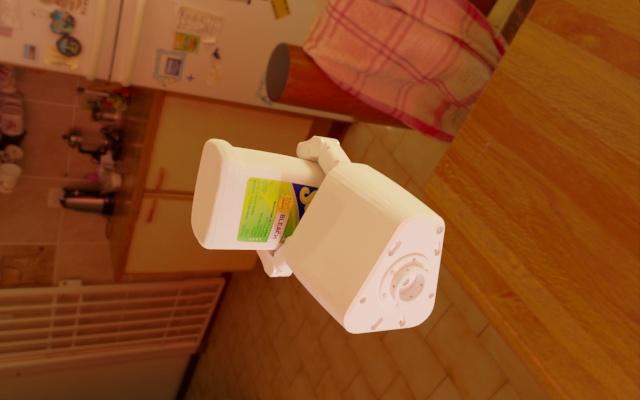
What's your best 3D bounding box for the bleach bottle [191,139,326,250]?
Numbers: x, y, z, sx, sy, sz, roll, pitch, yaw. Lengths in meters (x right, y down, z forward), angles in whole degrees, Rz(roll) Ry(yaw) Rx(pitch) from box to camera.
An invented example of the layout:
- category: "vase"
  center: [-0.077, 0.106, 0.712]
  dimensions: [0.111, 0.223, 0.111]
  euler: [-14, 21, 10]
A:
- category: "bleach bottle"
  center: [0.000, 0.002, 0.502]
  dimensions: [0.251, 0.102, 0.068]
  euler: [3, 23, -32]
